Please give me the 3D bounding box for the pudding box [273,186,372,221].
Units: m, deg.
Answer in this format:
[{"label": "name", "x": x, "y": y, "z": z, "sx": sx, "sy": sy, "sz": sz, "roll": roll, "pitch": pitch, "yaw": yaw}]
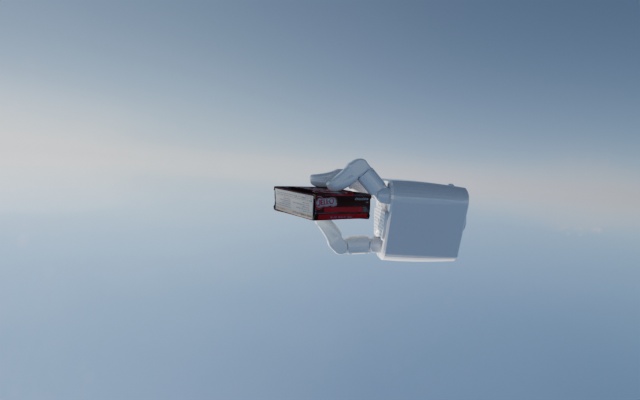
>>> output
[{"label": "pudding box", "x": 0.000, "y": 0.002, "z": 0.648, "sx": 0.090, "sy": 0.039, "sz": 0.113, "roll": 1, "pitch": 4, "yaw": -33}]
